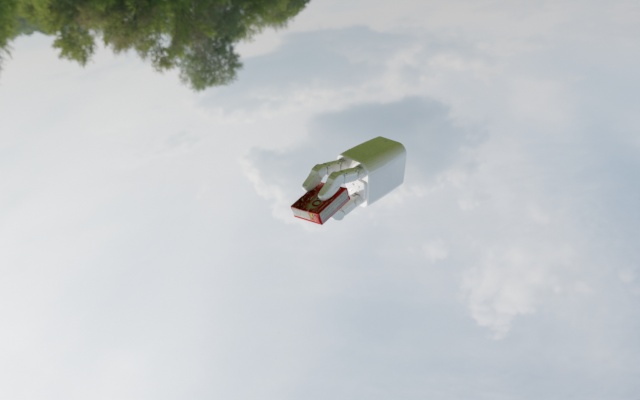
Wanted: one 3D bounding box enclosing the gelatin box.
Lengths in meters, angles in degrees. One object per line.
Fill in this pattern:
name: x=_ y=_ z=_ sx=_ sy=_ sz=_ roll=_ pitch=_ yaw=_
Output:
gelatin box: x=0.000 y=0.003 z=0.895 sx=0.073 sy=0.030 sz=0.089 roll=15 pitch=45 yaw=41
